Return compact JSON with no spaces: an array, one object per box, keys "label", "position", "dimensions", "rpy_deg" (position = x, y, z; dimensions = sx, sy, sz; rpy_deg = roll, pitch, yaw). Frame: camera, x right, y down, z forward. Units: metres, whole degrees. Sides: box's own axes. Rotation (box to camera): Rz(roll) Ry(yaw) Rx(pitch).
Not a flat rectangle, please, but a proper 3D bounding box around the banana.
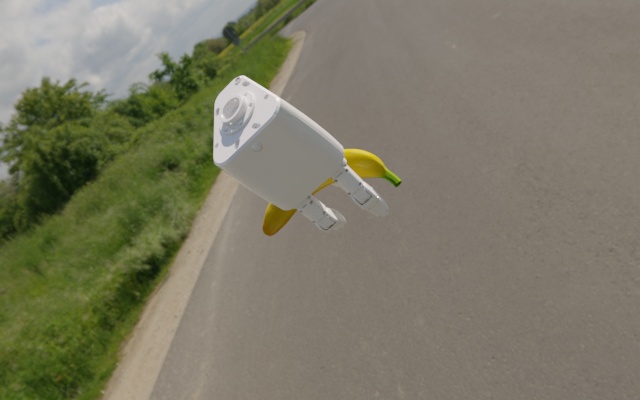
[{"label":"banana","position":[-0.002,-0.017,0.595],"dimensions":[0.198,0.069,0.037],"rpy_deg":[-22,-12,25]}]
